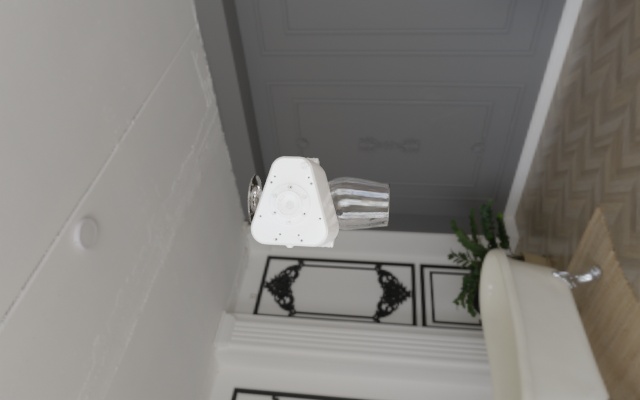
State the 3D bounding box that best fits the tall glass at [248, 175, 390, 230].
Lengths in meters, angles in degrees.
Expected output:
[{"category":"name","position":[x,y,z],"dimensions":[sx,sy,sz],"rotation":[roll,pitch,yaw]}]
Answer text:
[{"category":"tall glass","position":[-0.001,0.002,0.702],"dimensions":[0.201,0.079,0.079],"rotation":[2,0,7]}]
